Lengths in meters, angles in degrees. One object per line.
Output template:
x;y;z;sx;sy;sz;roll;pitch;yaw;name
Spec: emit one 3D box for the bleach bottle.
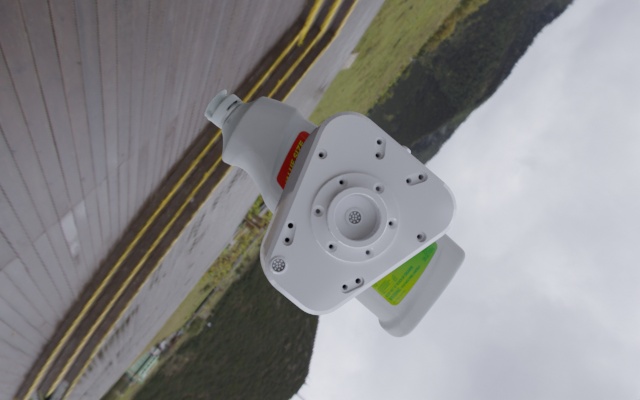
0.000;0.001;0.418;0.251;0.102;0.068;40;-7;-3;bleach bottle
